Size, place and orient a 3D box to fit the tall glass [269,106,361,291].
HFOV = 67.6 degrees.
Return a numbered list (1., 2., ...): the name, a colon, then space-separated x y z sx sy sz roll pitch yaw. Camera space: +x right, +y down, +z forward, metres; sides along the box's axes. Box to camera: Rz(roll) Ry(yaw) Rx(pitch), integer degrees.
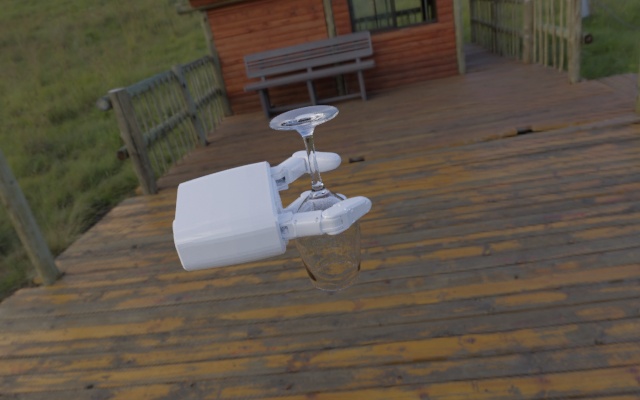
1. tall glass: 0.000 0.001 0.536 0.079 0.201 0.079 -10 24 4
